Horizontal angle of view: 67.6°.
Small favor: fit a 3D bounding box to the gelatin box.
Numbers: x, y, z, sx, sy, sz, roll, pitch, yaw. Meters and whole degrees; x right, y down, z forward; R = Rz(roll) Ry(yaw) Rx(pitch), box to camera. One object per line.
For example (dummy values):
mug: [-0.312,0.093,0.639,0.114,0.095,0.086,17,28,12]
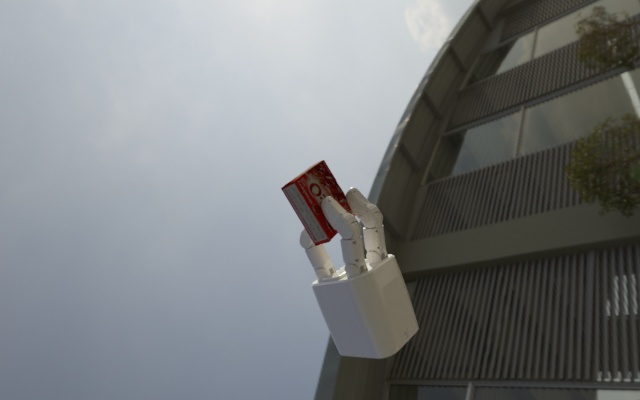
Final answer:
gelatin box: [0.000,0.002,0.616,0.030,0.089,0.073,-25,10,41]
